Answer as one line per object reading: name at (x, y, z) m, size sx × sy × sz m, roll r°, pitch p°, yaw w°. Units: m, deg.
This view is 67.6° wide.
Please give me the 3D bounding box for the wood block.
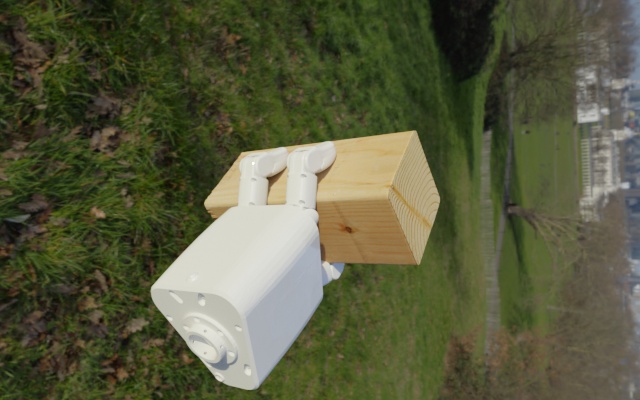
wood block at (0.000, 0.002, 0.480) m, size 0.206 × 0.091 × 0.090 m, roll -2°, pitch 42°, yaw 33°
